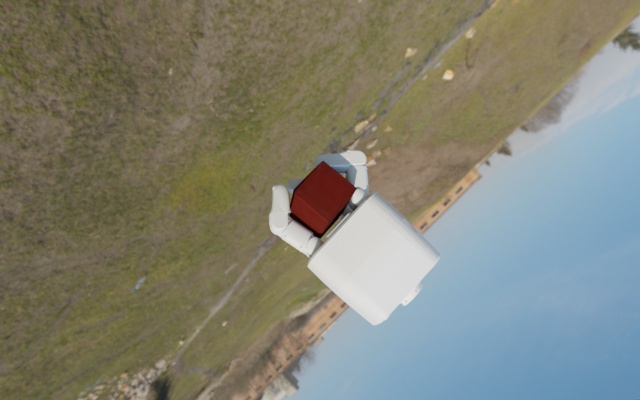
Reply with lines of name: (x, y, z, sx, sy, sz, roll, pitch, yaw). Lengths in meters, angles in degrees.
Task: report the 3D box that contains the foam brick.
foam brick: (0.000, 0.002, 0.549, 0.051, 0.053, 0.078, 40, -21, 7)
